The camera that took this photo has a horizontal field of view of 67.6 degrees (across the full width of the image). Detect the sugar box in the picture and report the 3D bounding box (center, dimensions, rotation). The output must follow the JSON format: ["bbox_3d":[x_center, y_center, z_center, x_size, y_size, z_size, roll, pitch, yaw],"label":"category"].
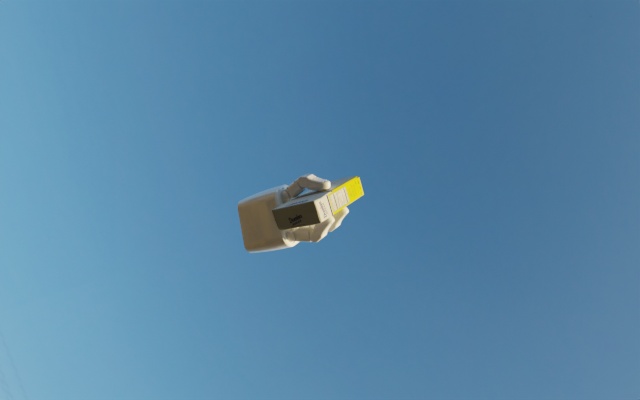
[{"bbox_3d":[0.000,0.003,0.866,0.093,0.048,0.176,-12,12,33],"label":"sugar box"}]
